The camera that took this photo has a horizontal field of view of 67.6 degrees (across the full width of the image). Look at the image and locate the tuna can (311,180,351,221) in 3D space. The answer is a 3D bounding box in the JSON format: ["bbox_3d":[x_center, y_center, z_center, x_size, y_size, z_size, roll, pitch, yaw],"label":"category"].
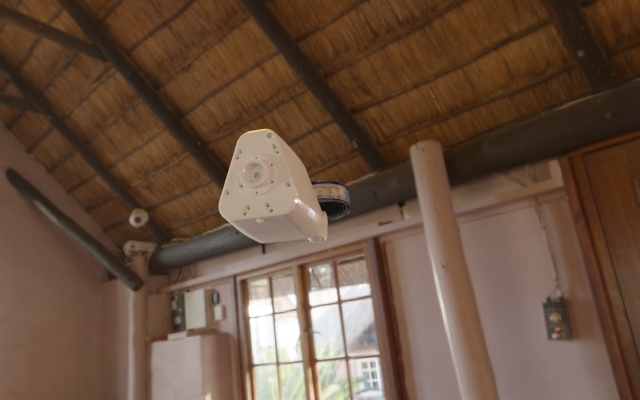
[{"bbox_3d":[0.000,0.002,0.697,0.086,0.033,0.086,-5,-21,-2],"label":"tuna can"}]
